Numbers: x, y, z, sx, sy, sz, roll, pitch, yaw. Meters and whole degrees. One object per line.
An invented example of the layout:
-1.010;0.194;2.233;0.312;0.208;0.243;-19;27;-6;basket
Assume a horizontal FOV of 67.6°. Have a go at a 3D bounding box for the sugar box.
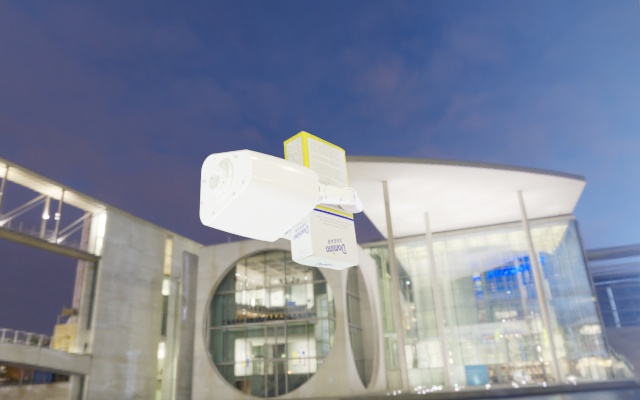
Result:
0.000;0.002;0.659;0.048;0.176;0.093;-21;-27;39;sugar box
